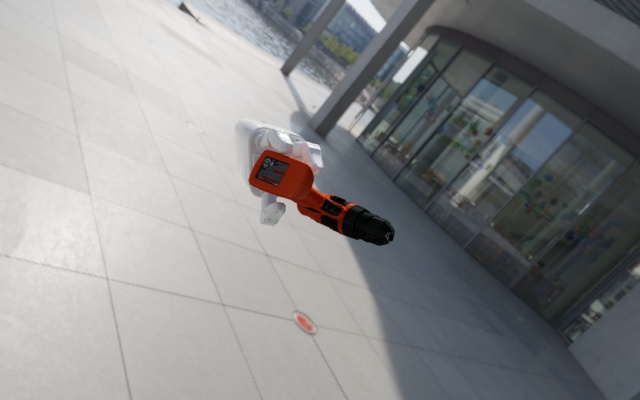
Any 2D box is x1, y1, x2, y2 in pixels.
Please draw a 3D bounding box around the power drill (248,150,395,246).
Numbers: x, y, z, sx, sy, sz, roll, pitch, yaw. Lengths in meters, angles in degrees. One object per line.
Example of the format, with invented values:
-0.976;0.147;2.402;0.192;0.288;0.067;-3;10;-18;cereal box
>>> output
0.000;0.002;0.692;0.184;0.057;0.188;19;-11;39;power drill
